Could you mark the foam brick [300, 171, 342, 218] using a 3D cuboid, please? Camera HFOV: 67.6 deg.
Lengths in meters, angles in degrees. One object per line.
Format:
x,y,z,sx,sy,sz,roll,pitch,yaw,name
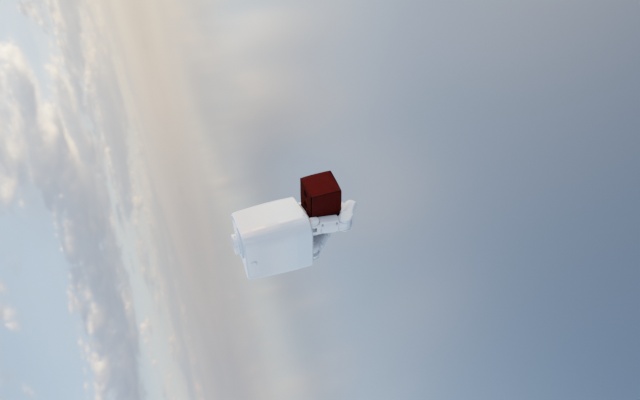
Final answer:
0.000,0.002,0.751,0.051,0.078,0.053,-12,42,-14,foam brick
